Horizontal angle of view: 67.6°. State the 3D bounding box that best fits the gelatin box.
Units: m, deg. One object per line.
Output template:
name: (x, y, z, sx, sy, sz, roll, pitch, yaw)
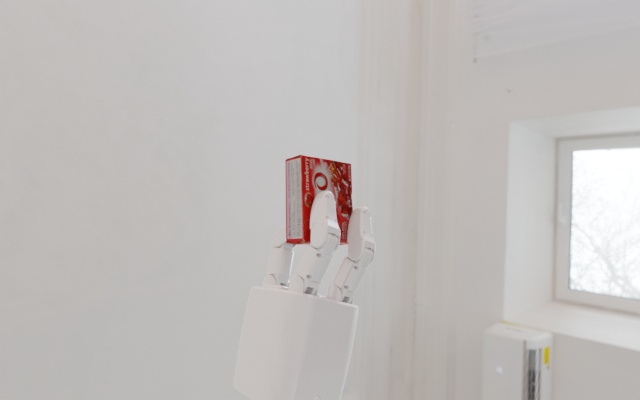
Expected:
gelatin box: (0.000, 0.001, 0.499, 0.073, 0.089, 0.030, 5, -10, -43)
